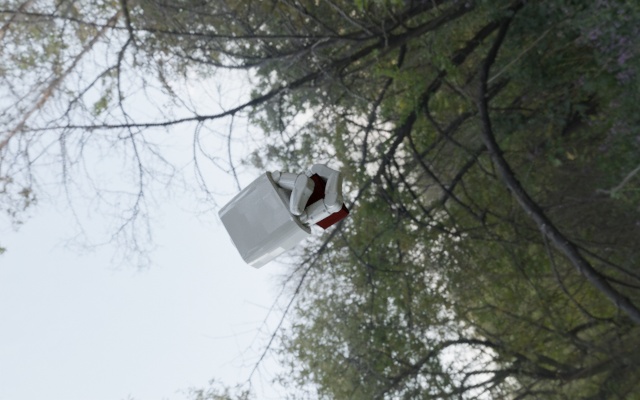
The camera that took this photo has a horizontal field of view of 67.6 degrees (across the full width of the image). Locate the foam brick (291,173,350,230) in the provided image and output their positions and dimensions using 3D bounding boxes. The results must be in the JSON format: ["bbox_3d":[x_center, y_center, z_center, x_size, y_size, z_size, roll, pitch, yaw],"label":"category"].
[{"bbox_3d":[0.000,0.003,0.760,0.051,0.053,0.078,-36,-35,11],"label":"foam brick"}]
